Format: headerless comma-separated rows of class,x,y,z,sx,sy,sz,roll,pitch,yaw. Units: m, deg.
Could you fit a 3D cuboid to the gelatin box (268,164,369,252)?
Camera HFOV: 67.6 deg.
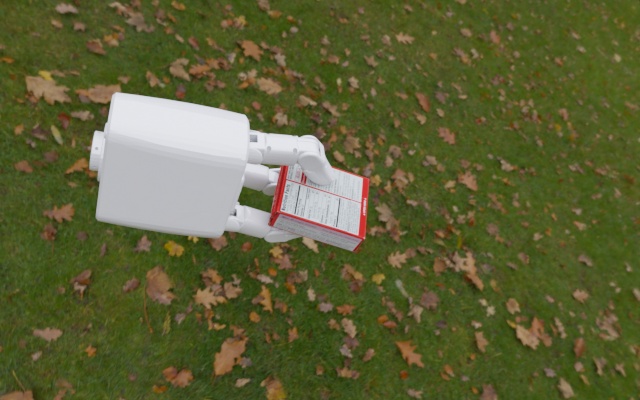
gelatin box,0.001,0.001,0.457,0.089,0.073,0.030,17,-38,-12
